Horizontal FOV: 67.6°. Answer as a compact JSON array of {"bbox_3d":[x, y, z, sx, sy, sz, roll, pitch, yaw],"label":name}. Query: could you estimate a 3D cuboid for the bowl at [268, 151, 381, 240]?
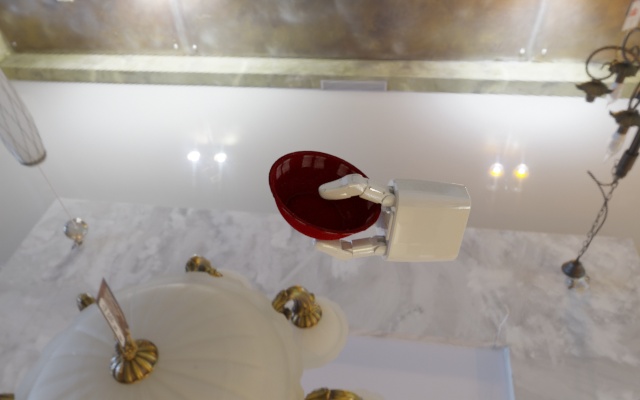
[{"bbox_3d":[-0.001,0.002,0.666,0.162,0.162,0.055,0,-44,-26],"label":"bowl"}]
